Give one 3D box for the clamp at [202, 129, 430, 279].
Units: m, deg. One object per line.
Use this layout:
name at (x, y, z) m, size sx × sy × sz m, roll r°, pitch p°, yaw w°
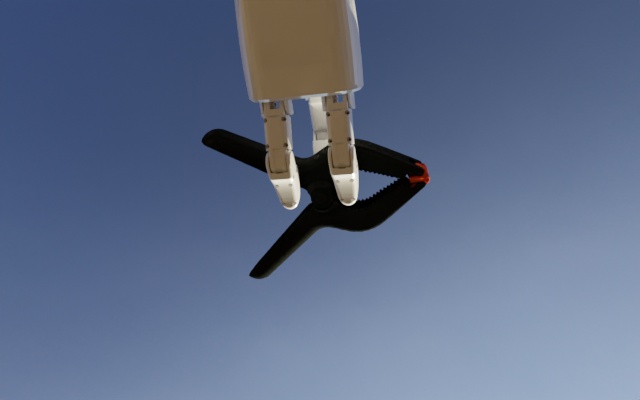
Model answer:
clamp at (0.001, 0.001, 0.470) m, size 0.210 × 0.165 × 0.036 m, roll -4°, pitch 24°, yaw 9°
